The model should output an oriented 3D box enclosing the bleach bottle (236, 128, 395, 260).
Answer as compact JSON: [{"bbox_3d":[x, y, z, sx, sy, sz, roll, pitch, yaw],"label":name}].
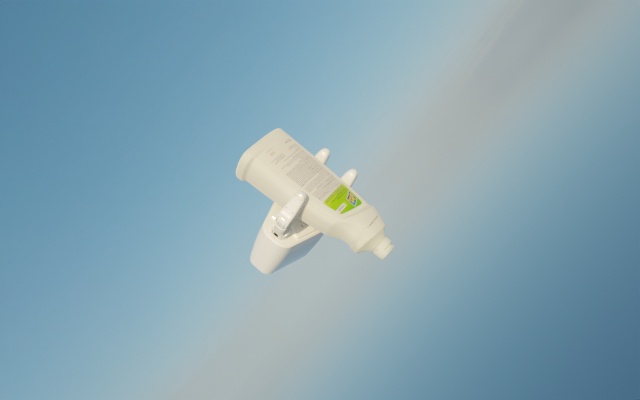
[{"bbox_3d":[0.000,0.002,0.714,0.102,0.251,0.068,-45,-8,-38],"label":"bleach bottle"}]
